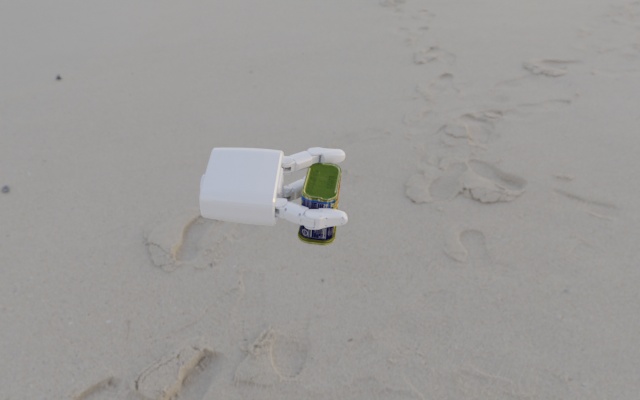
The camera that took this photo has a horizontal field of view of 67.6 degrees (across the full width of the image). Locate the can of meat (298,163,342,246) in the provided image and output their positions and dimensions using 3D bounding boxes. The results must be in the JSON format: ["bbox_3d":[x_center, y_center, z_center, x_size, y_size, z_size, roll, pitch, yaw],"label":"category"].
[{"bbox_3d":[0.000,0.002,0.719,0.057,0.084,0.102,7,36,4],"label":"can of meat"}]
